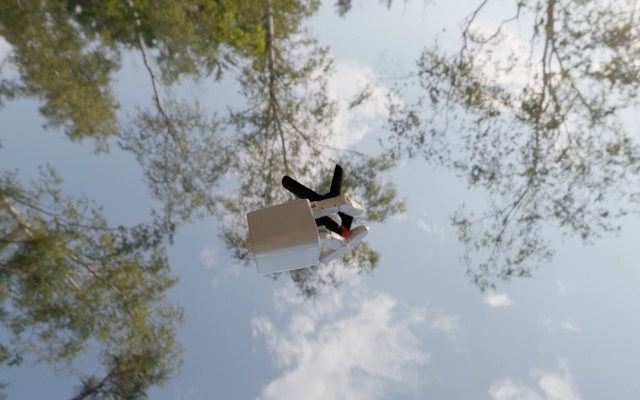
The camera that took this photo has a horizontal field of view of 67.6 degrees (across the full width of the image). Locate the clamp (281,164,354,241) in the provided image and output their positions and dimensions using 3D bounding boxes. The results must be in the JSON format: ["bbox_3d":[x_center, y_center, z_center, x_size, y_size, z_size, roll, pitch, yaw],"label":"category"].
[{"bbox_3d":[0.000,0.003,0.855,0.120,0.171,0.039,-11,-42,-8],"label":"clamp"}]
